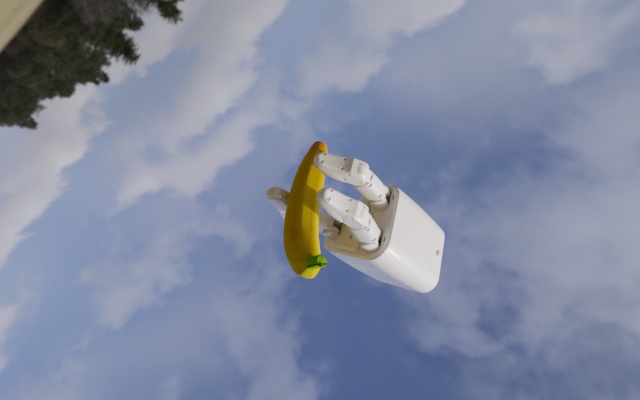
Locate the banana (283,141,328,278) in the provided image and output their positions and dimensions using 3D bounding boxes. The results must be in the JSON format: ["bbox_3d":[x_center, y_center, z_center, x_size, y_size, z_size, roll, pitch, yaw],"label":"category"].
[{"bbox_3d":[-0.012,0.015,0.519,0.037,0.197,0.070,31,-56,-27],"label":"banana"}]
